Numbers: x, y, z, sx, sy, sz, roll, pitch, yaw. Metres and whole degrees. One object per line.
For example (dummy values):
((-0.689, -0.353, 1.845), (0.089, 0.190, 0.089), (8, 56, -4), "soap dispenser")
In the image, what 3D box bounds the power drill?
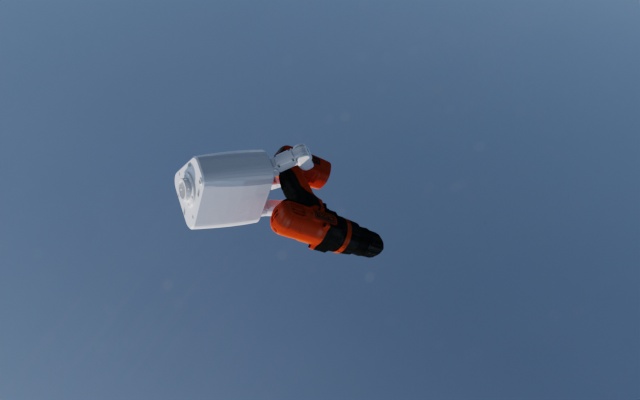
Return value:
((0.000, 0.002, 0.729), (0.184, 0.057, 0.187), (20, 29, -30), "power drill")
